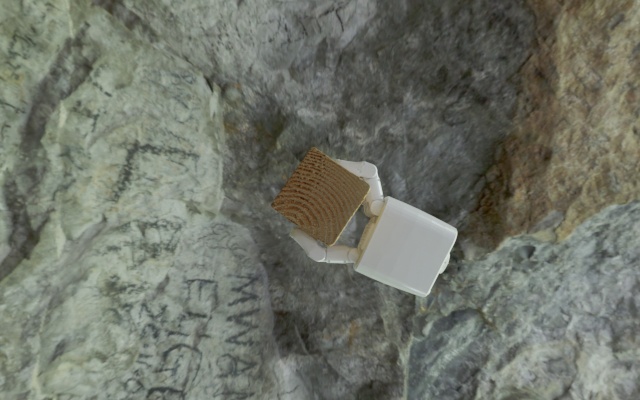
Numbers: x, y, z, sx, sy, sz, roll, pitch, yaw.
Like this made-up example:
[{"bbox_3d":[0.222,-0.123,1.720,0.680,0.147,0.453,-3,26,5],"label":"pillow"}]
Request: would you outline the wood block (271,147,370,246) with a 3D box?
[{"bbox_3d":[0.000,0.003,0.669,0.090,0.091,0.206,34,-4,2],"label":"wood block"}]
